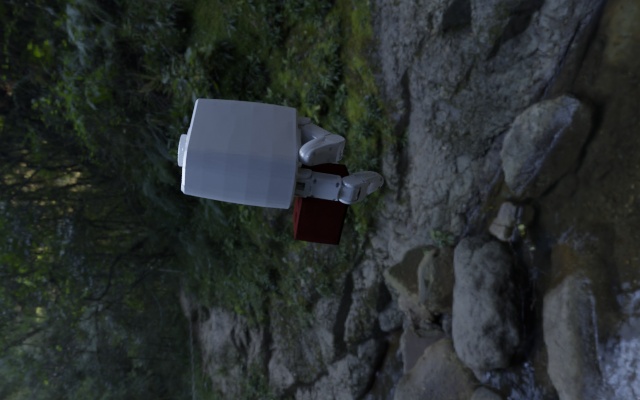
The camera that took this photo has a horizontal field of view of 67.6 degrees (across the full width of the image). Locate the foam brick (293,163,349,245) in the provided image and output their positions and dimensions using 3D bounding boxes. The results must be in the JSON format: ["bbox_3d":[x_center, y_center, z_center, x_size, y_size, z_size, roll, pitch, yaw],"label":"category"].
[{"bbox_3d":[0.000,0.002,0.530,0.051,0.078,0.053,5,30,-11],"label":"foam brick"}]
